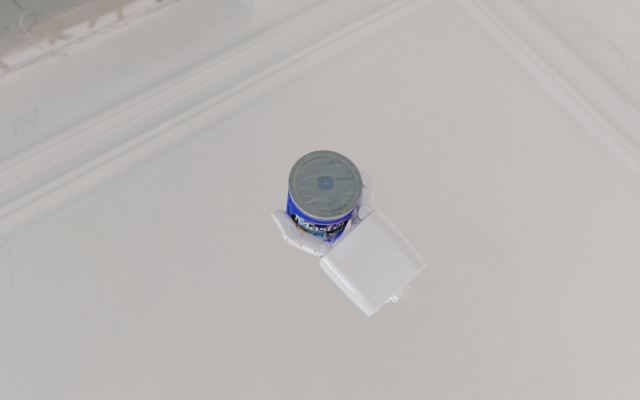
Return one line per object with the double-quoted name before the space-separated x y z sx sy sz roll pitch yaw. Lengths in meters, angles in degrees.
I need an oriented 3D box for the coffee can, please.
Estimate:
"coffee can" 0.000 0.002 0.716 0.103 0.102 0.140 0 -22 -6
